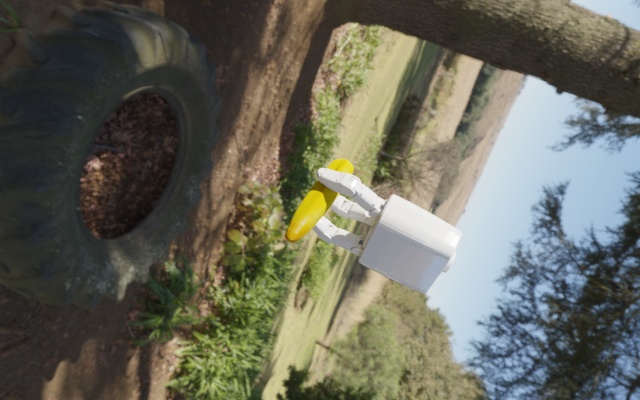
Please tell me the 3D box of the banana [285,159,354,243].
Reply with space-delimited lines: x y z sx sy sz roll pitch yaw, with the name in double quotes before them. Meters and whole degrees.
"banana" 0.008 -0.013 0.680 0.037 0.070 0.197 31 37 4
